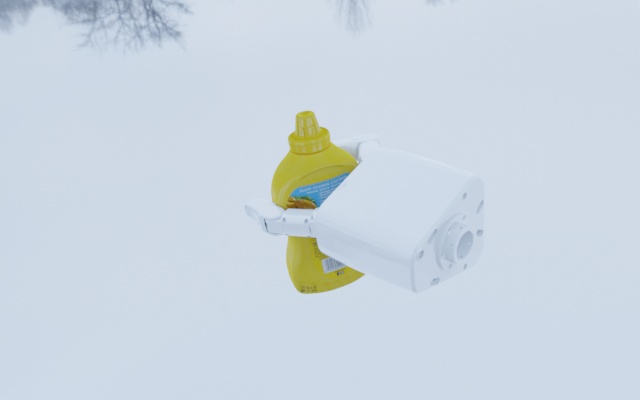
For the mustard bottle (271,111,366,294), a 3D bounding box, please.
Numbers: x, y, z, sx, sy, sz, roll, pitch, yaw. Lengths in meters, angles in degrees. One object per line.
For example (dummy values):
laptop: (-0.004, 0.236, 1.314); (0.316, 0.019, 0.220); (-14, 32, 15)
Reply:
mustard bottle: (0.000, 0.002, 0.491); (0.096, 0.192, 0.058); (-17, 30, -12)
